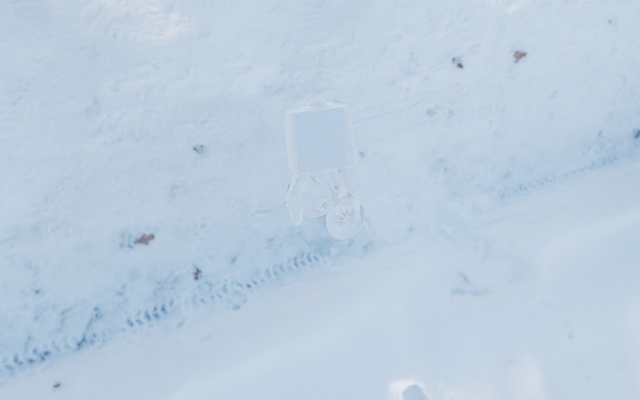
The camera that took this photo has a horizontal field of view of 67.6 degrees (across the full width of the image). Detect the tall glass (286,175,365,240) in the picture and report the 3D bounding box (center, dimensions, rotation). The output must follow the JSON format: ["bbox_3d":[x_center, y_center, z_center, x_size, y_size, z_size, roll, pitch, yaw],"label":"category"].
[{"bbox_3d":[0.000,0.003,0.874,0.079,0.079,0.201,0,15,-26],"label":"tall glass"}]
